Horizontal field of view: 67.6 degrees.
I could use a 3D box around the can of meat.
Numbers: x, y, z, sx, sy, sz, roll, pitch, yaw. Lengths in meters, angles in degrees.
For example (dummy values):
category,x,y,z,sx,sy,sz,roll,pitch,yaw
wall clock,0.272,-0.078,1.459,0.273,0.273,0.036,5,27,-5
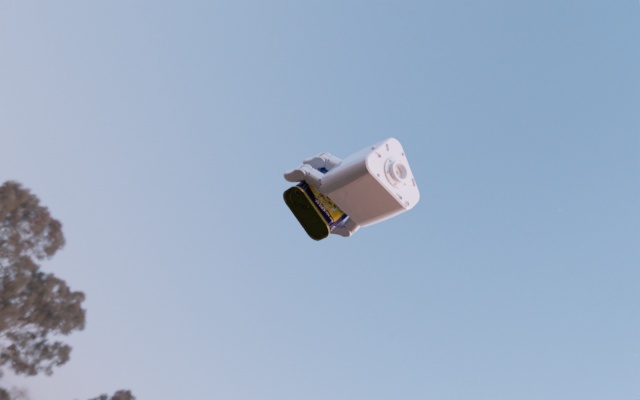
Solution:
category,x,y,z,sx,sy,sz,roll,pitch,yaw
can of meat,0.000,0.003,0.812,0.084,0.102,0.057,-39,6,-39
